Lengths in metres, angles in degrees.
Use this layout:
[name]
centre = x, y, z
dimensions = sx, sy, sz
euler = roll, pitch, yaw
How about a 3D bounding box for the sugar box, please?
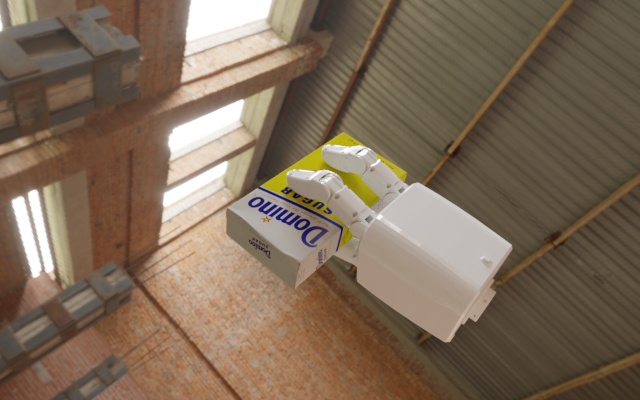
[sugar box]
centre = 0.000, 0.001, 0.485
dimensions = 0.093, 0.048, 0.176
euler = 35, 48, 22
